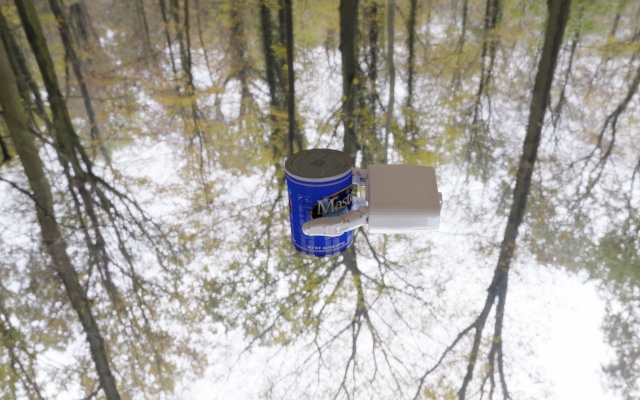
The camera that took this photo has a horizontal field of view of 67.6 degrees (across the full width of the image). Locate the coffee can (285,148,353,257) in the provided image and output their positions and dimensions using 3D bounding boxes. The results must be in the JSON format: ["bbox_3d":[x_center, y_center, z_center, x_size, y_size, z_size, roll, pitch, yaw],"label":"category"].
[{"bbox_3d":[0.000,0.002,0.747,0.103,0.140,0.102,-2,30,1],"label":"coffee can"}]
